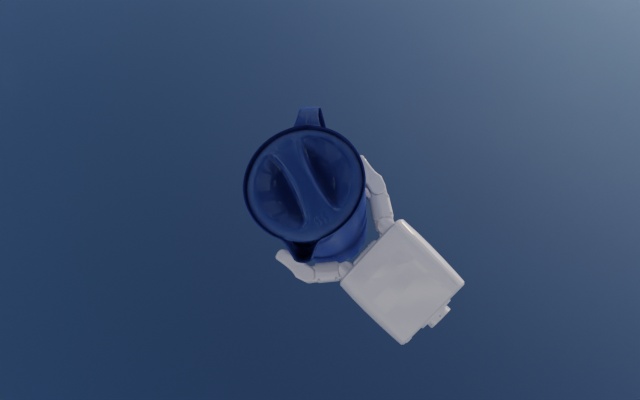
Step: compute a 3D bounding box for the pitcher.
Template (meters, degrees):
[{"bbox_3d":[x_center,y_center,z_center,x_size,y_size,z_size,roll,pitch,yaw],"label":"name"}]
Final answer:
[{"bbox_3d":[0.000,0.002,0.618,0.145,0.149,0.243,43,-6,17],"label":"pitcher"}]
